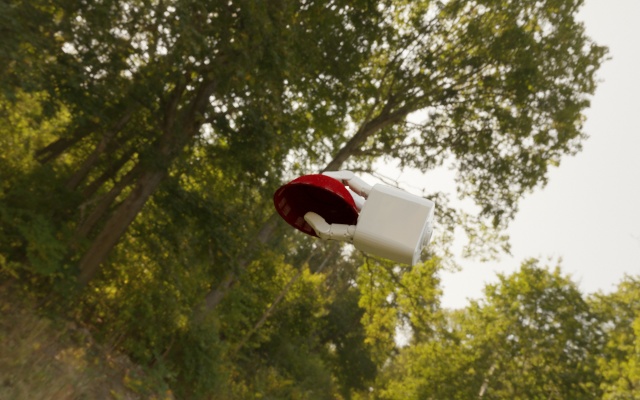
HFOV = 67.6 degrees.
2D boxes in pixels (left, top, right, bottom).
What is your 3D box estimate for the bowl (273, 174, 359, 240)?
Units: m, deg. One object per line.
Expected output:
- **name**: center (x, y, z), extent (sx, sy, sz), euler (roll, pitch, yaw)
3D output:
- **bowl**: center (-0.001, 0.002, 0.852), extent (0.162, 0.055, 0.162), euler (14, -35, 10)
